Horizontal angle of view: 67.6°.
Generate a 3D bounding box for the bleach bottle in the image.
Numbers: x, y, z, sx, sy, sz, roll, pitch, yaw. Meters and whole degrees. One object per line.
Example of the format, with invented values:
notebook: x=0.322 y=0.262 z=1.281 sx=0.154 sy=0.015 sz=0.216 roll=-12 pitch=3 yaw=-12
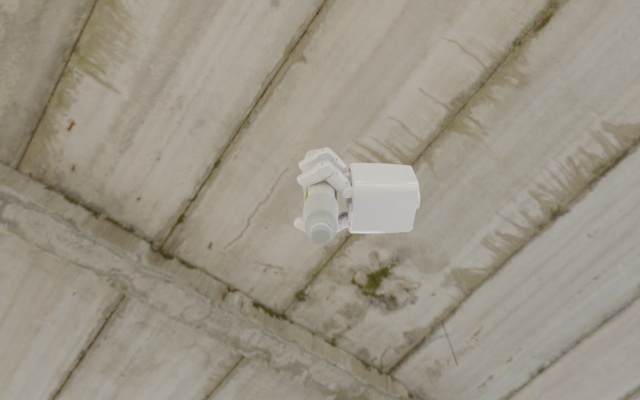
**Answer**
bleach bottle: x=0.000 y=0.003 z=0.800 sx=0.068 sy=0.103 sz=0.250 roll=1 pitch=28 yaw=-1
